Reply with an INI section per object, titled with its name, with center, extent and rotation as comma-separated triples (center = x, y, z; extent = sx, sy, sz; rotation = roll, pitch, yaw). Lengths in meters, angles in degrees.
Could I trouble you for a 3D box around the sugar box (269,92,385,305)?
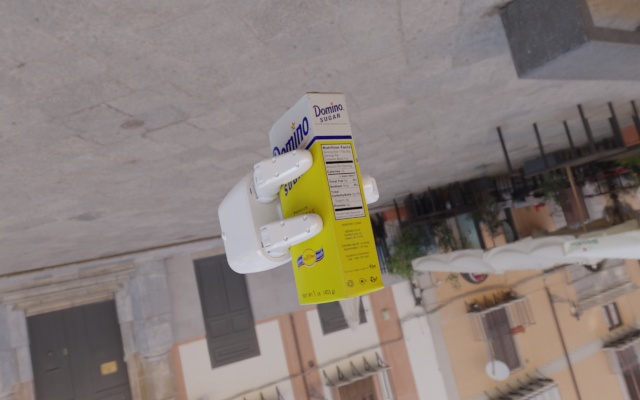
[sugar box]
center = 0.000, 0.002, 0.434
extent = 0.048, 0.176, 0.093
rotation = -8, -10, -30
